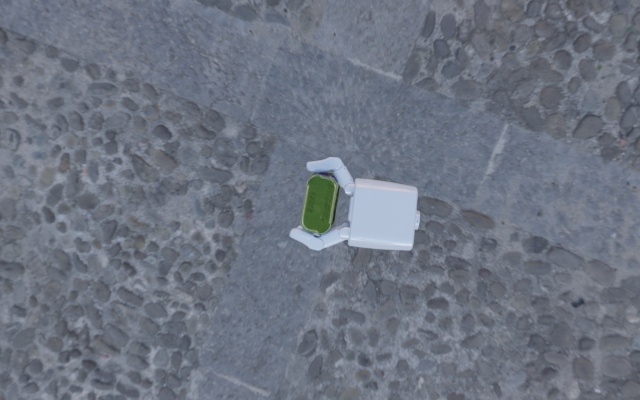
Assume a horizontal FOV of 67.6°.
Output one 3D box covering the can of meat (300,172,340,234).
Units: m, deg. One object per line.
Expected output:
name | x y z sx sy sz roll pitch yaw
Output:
can of meat | 0.000 0.003 0.815 0.057 0.102 0.084 9 7 2
